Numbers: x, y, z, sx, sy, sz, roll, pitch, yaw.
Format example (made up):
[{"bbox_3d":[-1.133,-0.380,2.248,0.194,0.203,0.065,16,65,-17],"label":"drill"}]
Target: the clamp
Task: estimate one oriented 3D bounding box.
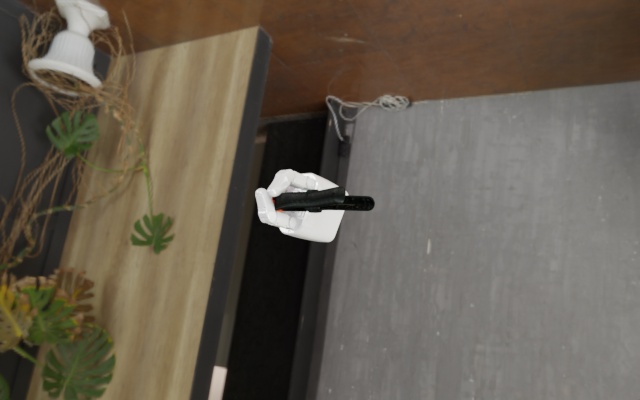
[{"bbox_3d":[0.000,0.003,0.779,0.171,0.039,0.120,-2,-14,39],"label":"clamp"}]
